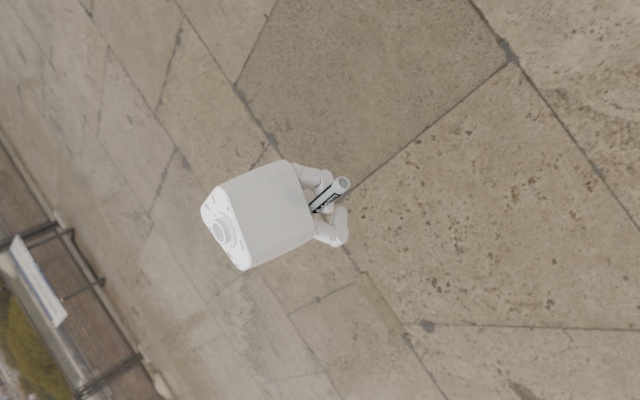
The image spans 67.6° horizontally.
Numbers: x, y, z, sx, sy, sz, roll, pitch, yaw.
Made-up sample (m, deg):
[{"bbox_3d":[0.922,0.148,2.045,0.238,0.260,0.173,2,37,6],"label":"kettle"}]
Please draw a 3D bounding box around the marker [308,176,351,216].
[{"bbox_3d":[0.000,0.002,0.623,0.020,0.020,0.121,0,-23,-31],"label":"marker"}]
